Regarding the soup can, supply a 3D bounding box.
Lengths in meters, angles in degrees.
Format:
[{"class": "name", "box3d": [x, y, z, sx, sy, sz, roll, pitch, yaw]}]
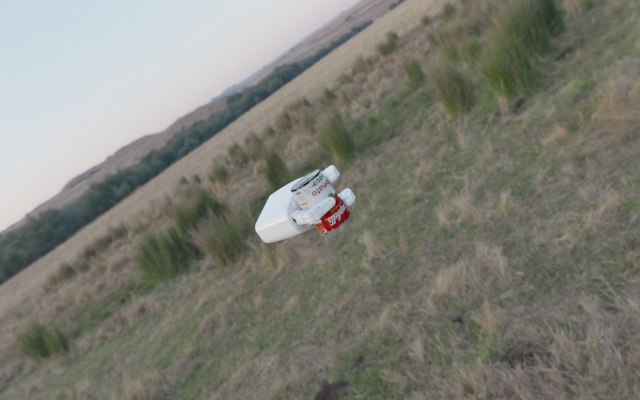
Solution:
[{"class": "soup can", "box3d": [0.000, 0.003, 0.872, 0.068, 0.102, 0.068, -33, 12, 8]}]
